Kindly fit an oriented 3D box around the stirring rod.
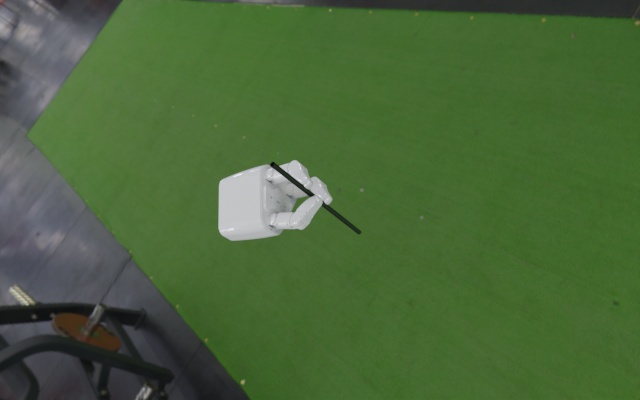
[{"bbox_3d":[0.000,0.003,0.758,0.011,0.011,0.240,0,-27,39],"label":"stirring rod"}]
